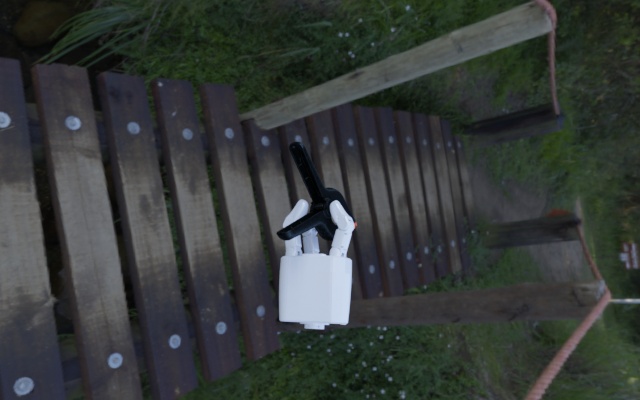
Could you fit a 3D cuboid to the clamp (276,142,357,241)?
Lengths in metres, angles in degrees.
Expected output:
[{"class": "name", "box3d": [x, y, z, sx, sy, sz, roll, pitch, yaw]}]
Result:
[{"class": "clamp", "box3d": [0.001, 0.003, 0.817, 0.036, 0.164, 0.210, -6, -17, 33]}]
